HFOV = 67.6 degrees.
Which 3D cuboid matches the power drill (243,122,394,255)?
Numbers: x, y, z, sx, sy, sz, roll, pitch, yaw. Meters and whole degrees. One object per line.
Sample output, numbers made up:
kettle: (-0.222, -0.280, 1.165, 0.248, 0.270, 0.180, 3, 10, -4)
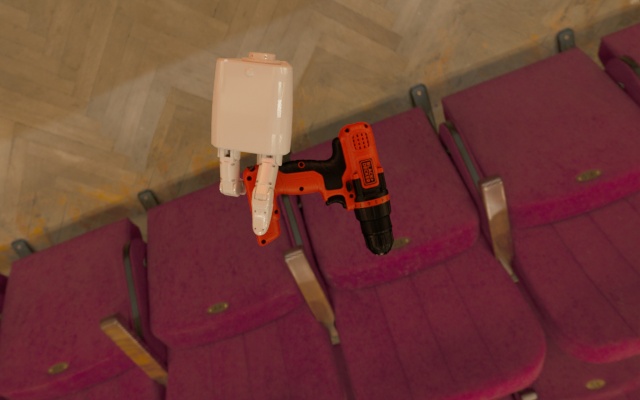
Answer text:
power drill: (0.000, 0.002, 0.641, 0.187, 0.184, 0.057, -14, 6, -9)
